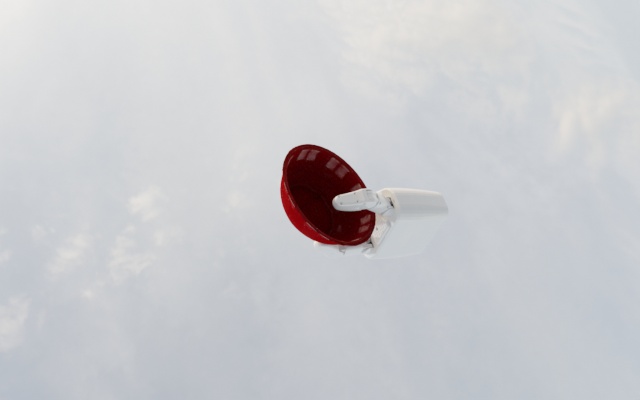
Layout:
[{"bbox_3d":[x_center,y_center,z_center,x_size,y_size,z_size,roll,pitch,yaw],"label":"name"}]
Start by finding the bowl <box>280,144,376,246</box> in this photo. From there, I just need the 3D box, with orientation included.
[{"bbox_3d":[-0.001,0.002,0.666,0.162,0.162,0.055,0,-30,-45],"label":"bowl"}]
